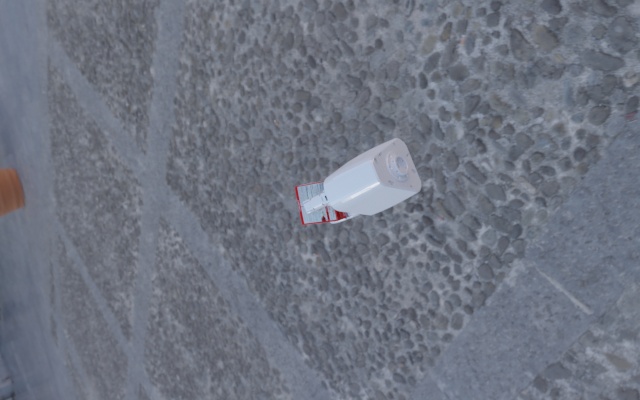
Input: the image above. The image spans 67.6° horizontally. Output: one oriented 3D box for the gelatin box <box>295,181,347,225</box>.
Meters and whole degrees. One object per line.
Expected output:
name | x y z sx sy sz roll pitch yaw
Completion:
gelatin box | 0.000 0.003 0.854 0.089 0.073 0.030 -9 4 41
